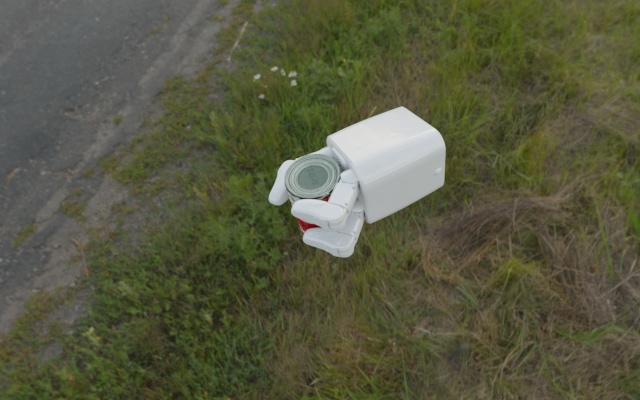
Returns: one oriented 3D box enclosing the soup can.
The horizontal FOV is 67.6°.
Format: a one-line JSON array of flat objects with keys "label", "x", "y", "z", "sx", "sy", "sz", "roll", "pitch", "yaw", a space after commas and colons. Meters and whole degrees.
[{"label": "soup can", "x": 0.000, "y": 0.002, "z": 0.573, "sx": 0.068, "sy": 0.068, "sz": 0.102, "roll": 0, "pitch": -36, "yaw": 13}]
